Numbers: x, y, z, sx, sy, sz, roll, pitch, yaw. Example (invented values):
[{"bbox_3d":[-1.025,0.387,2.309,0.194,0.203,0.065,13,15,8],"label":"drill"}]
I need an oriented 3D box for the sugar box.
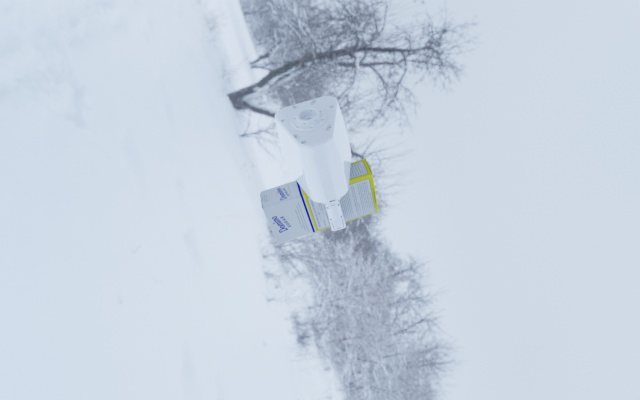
[{"bbox_3d":[0.000,0.002,0.764,0.176,0.048,0.093,-15,-45,1],"label":"sugar box"}]
